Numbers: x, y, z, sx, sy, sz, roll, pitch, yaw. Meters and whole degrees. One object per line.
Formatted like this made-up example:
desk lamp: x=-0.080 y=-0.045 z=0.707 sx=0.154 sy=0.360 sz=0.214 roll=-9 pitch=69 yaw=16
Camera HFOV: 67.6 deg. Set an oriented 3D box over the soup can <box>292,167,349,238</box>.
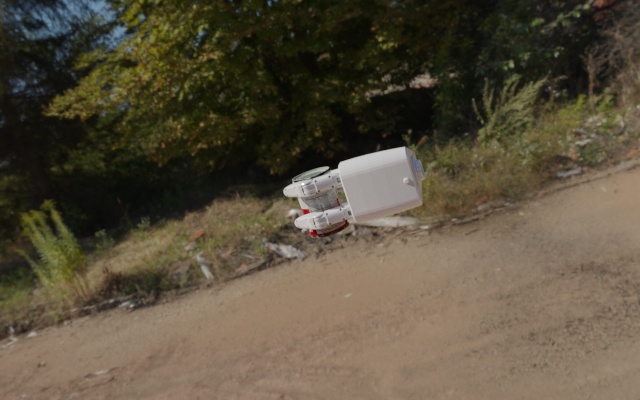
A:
soup can: x=0.000 y=0.002 z=0.792 sx=0.068 sy=0.102 sz=0.068 roll=-18 pitch=13 yaw=4
